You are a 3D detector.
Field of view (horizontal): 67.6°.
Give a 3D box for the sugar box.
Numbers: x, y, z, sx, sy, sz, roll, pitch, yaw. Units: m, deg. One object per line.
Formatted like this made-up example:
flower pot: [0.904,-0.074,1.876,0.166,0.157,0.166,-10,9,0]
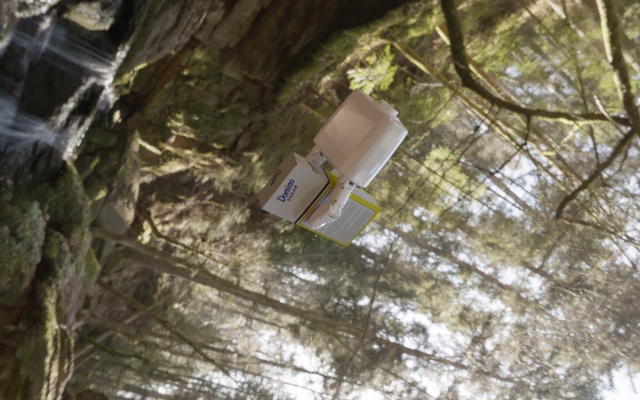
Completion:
sugar box: [0.000,0.002,0.750,0.176,0.093,0.048,29,23,-30]
